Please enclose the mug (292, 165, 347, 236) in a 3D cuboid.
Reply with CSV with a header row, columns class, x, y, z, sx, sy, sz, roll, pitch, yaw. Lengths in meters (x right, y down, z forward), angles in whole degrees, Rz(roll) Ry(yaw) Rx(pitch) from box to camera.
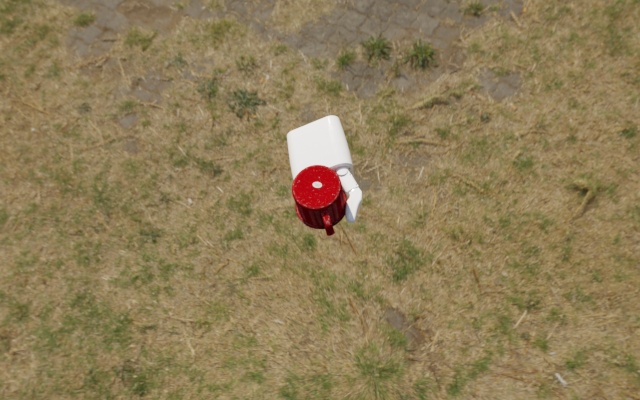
class,x,y,z,sx,sy,sz,roll,pitch,yaw
mug,0.000,0.004,0.795,0.093,0.117,0.081,-15,-23,0
